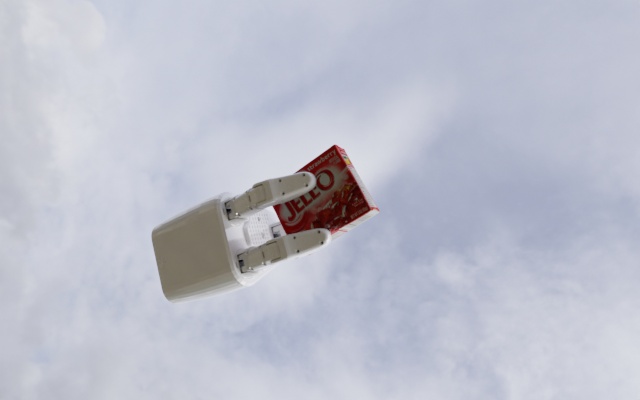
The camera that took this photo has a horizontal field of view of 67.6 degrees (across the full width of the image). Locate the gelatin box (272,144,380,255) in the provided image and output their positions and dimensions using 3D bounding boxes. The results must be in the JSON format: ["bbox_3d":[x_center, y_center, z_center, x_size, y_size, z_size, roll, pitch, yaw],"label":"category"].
[{"bbox_3d":[0.001,0.001,0.460,0.089,0.073,0.030,-33,-17,18],"label":"gelatin box"}]
